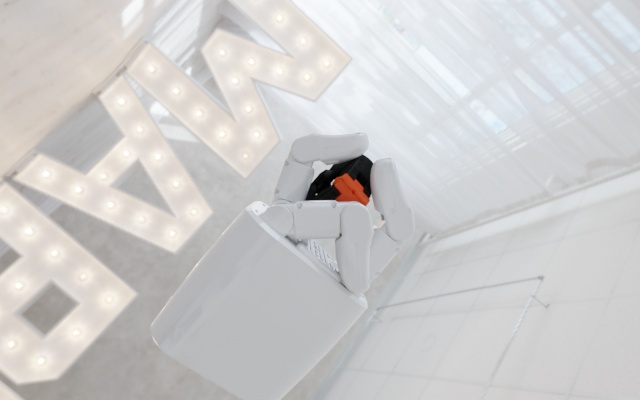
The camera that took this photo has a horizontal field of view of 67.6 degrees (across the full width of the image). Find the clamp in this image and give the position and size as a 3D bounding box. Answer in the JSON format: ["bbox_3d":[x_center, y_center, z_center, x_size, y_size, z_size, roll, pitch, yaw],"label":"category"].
[{"bbox_3d":[0.001,0.002,0.415,0.039,0.120,0.171,41,2,-4],"label":"clamp"}]
